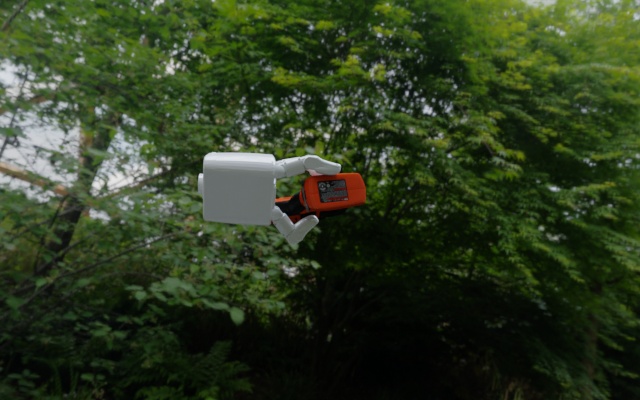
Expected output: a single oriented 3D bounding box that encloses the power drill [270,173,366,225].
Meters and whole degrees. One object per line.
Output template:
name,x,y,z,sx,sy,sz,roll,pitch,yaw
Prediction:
power drill,0.000,0.003,0.830,0.184,0.057,0.188,-8,-9,-28
